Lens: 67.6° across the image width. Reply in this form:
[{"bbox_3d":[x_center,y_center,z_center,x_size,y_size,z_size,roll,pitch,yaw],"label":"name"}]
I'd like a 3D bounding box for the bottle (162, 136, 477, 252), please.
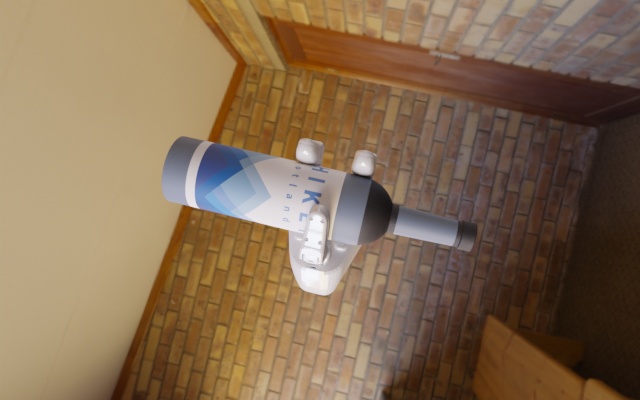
[{"bbox_3d":[0.000,0.001,0.461,0.295,0.069,0.069,13,1,6],"label":"bottle"}]
